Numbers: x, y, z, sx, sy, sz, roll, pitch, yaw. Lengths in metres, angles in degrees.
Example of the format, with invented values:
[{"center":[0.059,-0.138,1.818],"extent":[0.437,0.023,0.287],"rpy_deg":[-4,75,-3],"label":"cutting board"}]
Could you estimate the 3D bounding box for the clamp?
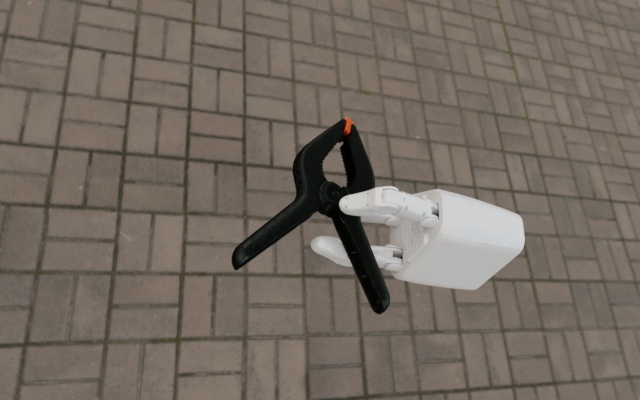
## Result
[{"center":[0.001,0.001,0.497],"extent":[0.164,0.210,0.036],"rpy_deg":[14,-26,-20],"label":"clamp"}]
